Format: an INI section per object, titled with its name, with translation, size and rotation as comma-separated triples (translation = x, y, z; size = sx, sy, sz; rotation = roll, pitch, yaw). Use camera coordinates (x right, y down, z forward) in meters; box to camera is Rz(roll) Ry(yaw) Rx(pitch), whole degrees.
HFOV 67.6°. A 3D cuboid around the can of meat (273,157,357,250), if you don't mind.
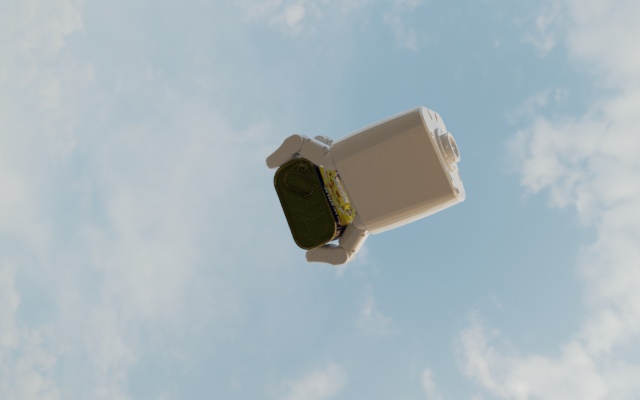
[can of meat]
translation = 0.000, 0.002, 0.571
size = 0.057, 0.102, 0.084
rotation = -25, -9, 27
